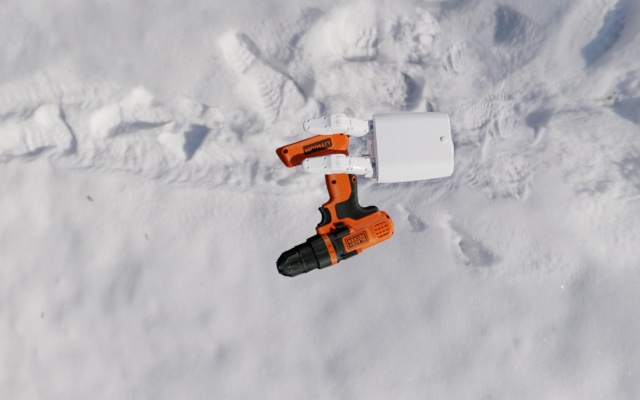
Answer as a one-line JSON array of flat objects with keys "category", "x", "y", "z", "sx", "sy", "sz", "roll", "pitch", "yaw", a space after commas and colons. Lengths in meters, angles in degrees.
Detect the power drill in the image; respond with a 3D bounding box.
[{"category": "power drill", "x": 0.000, "y": 0.002, "z": 0.690, "sx": 0.184, "sy": 0.188, "sz": 0.057, "roll": -21, "pitch": 11, "yaw": -14}]
